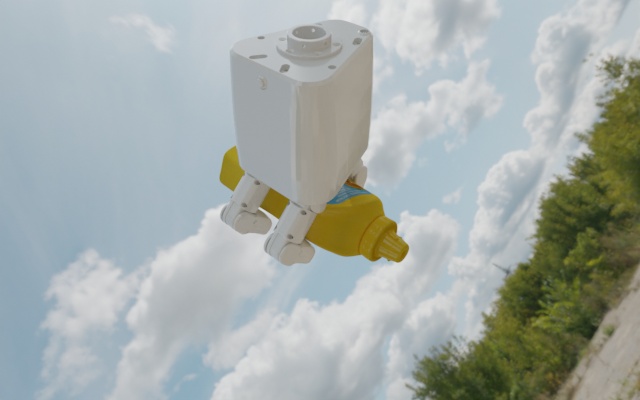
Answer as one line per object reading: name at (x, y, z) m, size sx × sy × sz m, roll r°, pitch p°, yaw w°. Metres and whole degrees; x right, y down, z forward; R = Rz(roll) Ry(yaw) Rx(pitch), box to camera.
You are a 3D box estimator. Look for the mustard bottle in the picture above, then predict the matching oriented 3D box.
mustard bottle at (0.000, 0.002, 0.451) m, size 0.191 × 0.058 × 0.096 m, roll 31°, pitch 26°, yaw 30°
